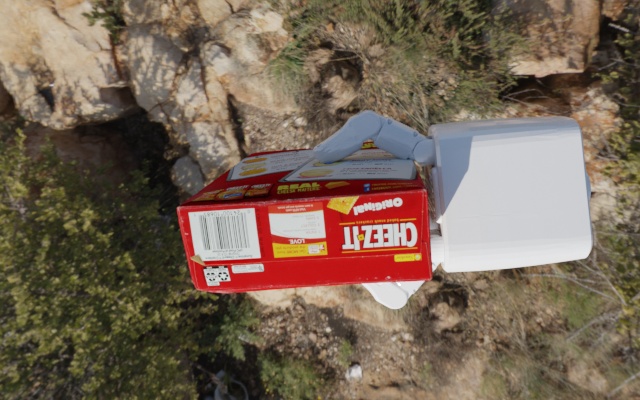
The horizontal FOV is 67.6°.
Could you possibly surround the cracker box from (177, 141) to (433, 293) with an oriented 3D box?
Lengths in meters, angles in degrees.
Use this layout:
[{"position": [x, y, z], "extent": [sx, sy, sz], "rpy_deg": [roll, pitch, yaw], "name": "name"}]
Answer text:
[{"position": [0.000, 0.001, 0.408], "extent": [0.164, 0.072, 0.213], "rpy_deg": [-5, 14, 7], "name": "cracker box"}]
